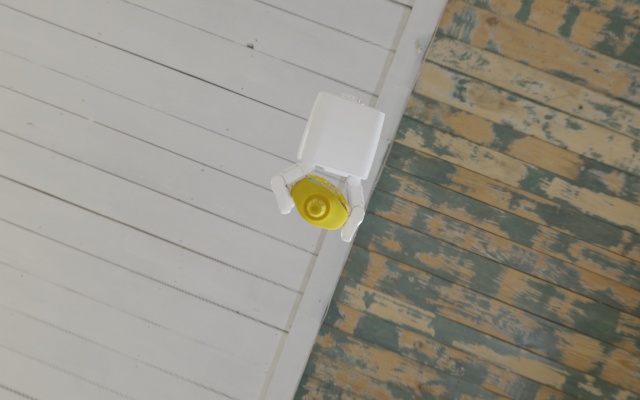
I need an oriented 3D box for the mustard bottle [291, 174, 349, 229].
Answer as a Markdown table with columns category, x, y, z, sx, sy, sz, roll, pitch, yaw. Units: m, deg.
| category | x | y | z | sx | sy | sz | roll | pitch | yaw |
| --- | --- | --- | --- | --- | --- | --- | --- | --- | --- |
| mustard bottle | 0.000 | 0.003 | 0.745 | 0.096 | 0.058 | 0.191 | 42 | 6 | -1 |
